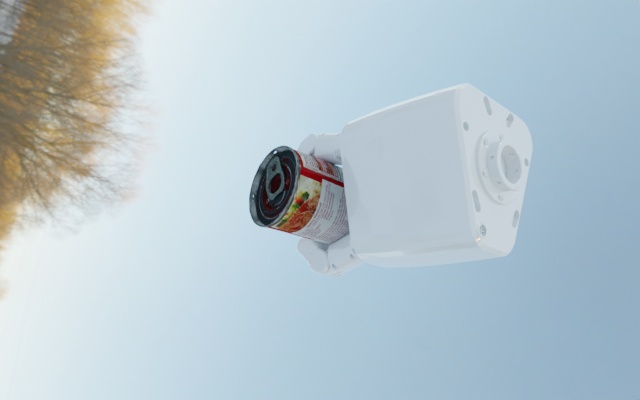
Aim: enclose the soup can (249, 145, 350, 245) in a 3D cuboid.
[{"bbox_3d":[0.000,0.002,0.409,0.102,0.068,0.068,19,-11,-35],"label":"soup can"}]
